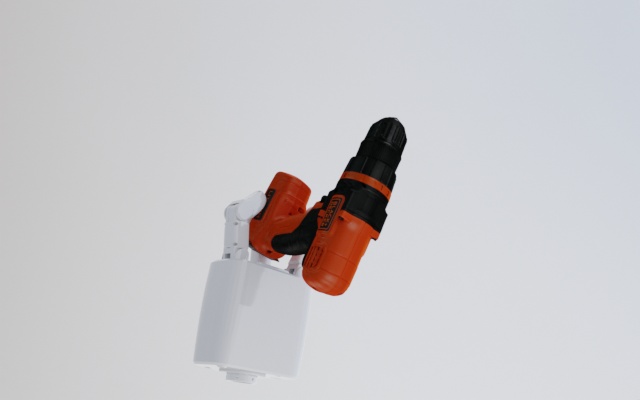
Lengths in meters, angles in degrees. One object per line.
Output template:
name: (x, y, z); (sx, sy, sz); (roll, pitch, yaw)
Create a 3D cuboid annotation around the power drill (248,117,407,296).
power drill: (0.000, 0.002, 0.509); (0.057, 0.184, 0.187); (34, -18, -25)
